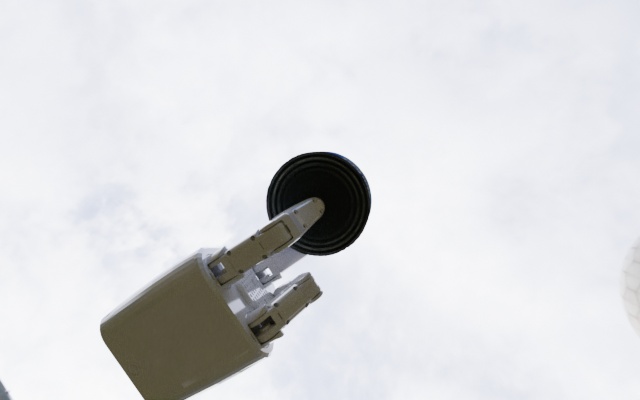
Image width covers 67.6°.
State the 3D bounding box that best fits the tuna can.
[{"bbox_3d":[0.000,0.001,0.401,0.086,0.086,0.033,0,8,11],"label":"tuna can"}]
